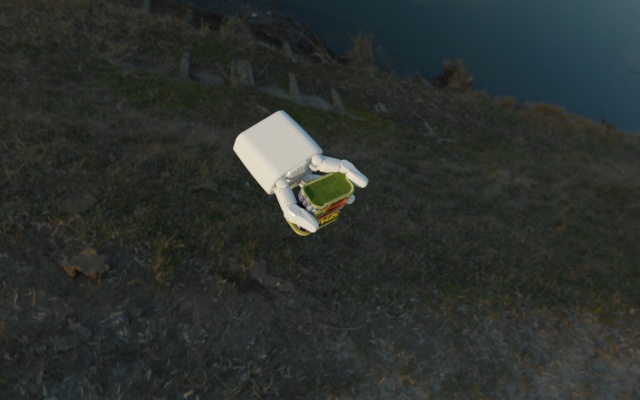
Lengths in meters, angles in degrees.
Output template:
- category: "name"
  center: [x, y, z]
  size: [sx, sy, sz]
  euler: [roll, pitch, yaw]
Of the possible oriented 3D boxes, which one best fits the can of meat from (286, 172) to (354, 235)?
- category: "can of meat"
  center: [0.000, 0.003, 0.816]
  size: [0.102, 0.057, 0.084]
  euler: [-25, -21, -36]
